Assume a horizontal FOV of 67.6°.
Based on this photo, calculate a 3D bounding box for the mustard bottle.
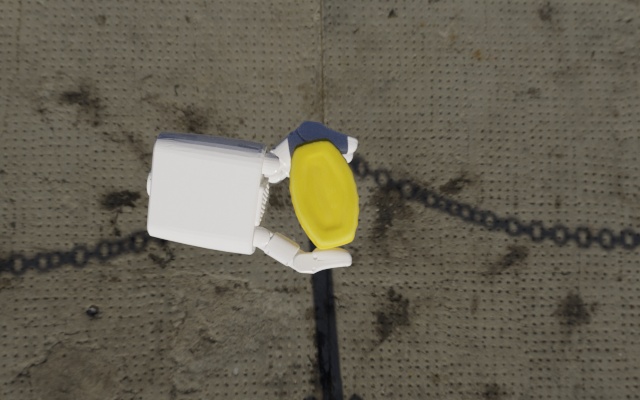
[{"bbox_3d":[0.000,0.002,0.502,0.058,0.096,0.191,-15,-5,-3],"label":"mustard bottle"}]
